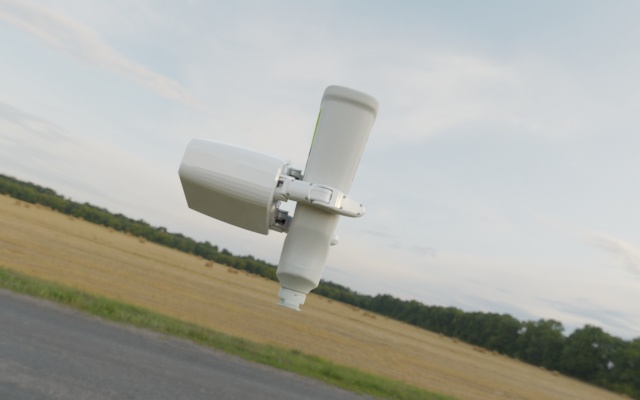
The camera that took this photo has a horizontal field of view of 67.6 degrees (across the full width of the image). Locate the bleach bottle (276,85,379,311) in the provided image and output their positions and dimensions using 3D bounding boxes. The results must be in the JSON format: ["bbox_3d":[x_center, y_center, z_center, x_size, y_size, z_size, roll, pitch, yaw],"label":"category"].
[{"bbox_3d":[0.000,0.002,0.555,0.068,0.250,0.102,17,-10,1],"label":"bleach bottle"}]
